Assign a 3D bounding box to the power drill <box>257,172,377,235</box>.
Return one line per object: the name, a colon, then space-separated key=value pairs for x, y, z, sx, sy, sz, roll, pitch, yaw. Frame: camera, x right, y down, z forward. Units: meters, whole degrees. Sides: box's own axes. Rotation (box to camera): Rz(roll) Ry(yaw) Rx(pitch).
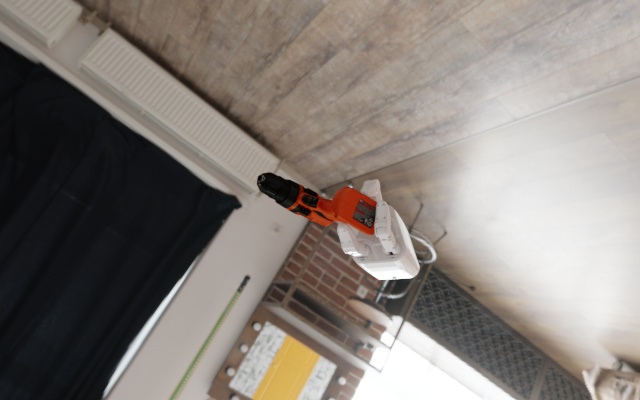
power drill: x=0.001 y=0.003 z=0.833 sx=0.184 sy=0.057 sz=0.187 roll=27 pitch=-10 yaw=-38
